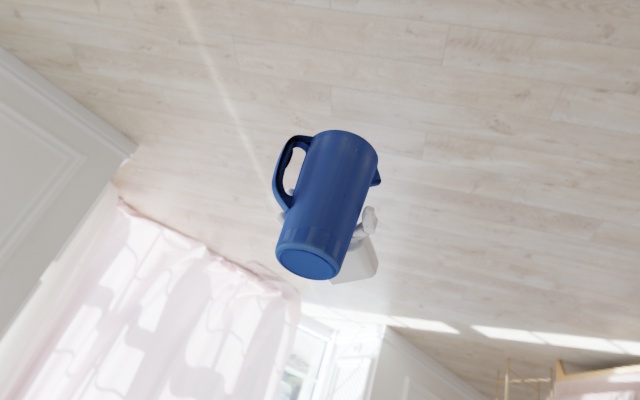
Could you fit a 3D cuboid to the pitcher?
[{"bbox_3d":[0.000,0.003,0.807,0.149,0.242,0.145,1,-39,25],"label":"pitcher"}]
